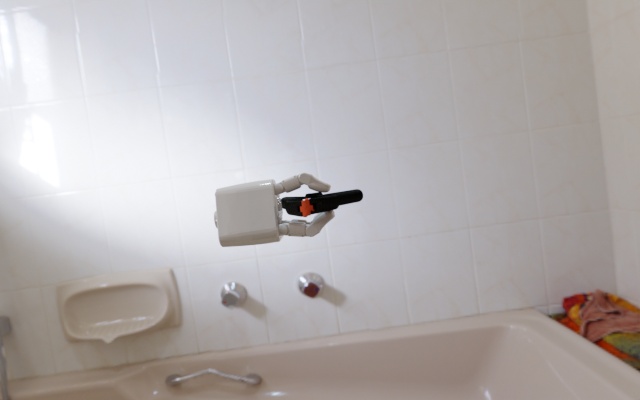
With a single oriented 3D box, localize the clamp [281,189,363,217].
[{"bbox_3d":[0.000,0.002,0.853,0.164,0.036,0.210,-7,3,1],"label":"clamp"}]
